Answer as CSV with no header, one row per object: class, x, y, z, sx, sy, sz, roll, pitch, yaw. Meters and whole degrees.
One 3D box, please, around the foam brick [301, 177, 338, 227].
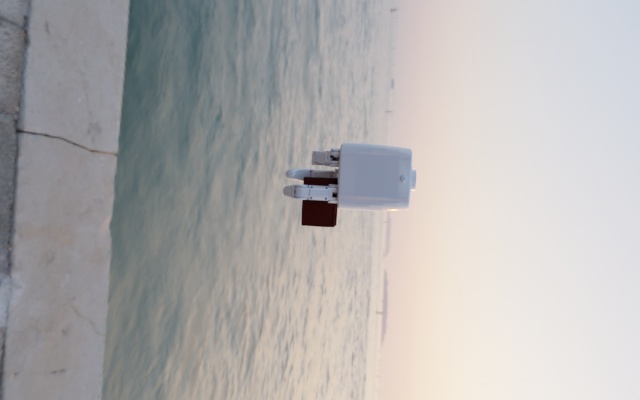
foam brick,0.000,0.003,0.752,0.051,0.078,0.053,4,2,7
